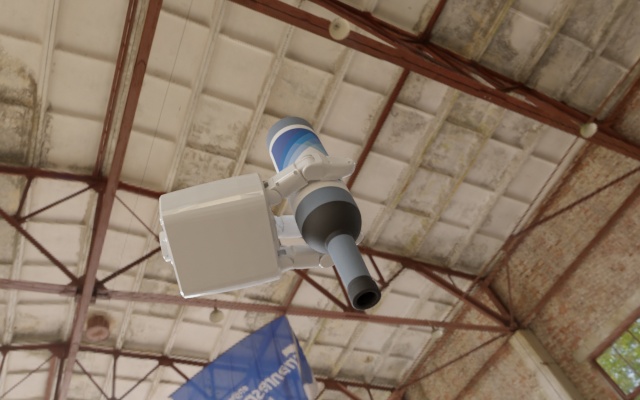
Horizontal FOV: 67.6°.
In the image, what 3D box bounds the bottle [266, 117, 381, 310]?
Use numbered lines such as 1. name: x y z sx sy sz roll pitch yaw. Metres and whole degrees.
1. bottle: 0.000 0.002 0.526 0.069 0.069 0.295 0 35 -20
